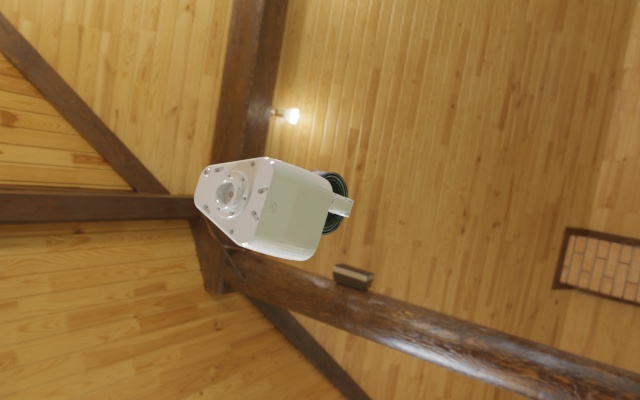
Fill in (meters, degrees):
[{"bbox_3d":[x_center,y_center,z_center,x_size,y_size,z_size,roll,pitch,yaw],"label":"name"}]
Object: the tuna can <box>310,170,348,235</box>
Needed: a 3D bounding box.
[{"bbox_3d":[0.000,0.002,0.653,0.033,0.086,0.086,11,7,37],"label":"tuna can"}]
